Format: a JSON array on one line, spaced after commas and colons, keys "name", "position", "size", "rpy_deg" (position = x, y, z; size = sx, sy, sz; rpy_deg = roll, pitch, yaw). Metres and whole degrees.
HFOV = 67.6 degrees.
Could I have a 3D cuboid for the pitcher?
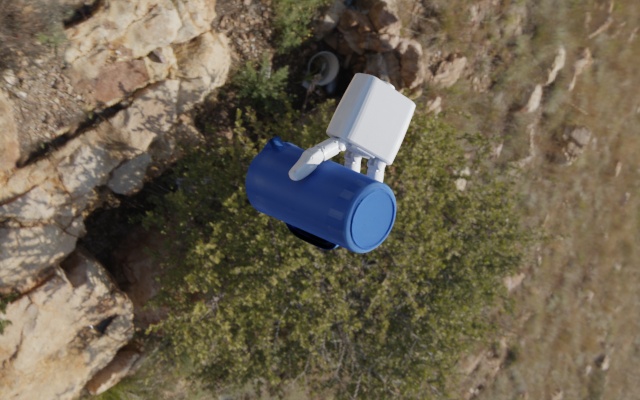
[{"name": "pitcher", "position": [0.000, 0.002, 0.766], "size": [0.242, 0.145, 0.149], "rpy_deg": [24, -3, 45]}]
